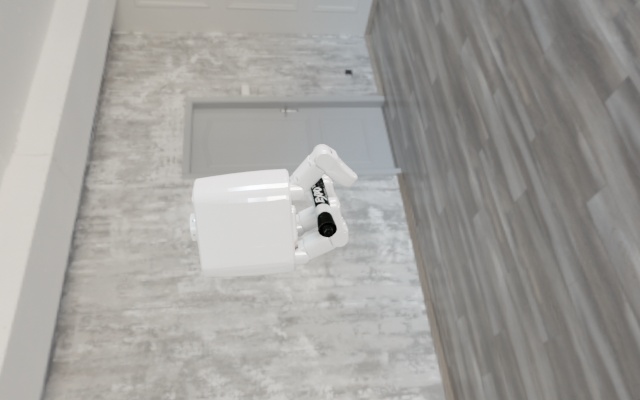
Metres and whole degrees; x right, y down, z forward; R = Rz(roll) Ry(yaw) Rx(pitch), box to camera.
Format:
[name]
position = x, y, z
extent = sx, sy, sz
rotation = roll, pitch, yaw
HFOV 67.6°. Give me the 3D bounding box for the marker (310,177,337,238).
[marker]
position = 0.000, 0.002, 0.512
extent = 0.020, 0.020, 0.121
rotation = 0, 30, -8
